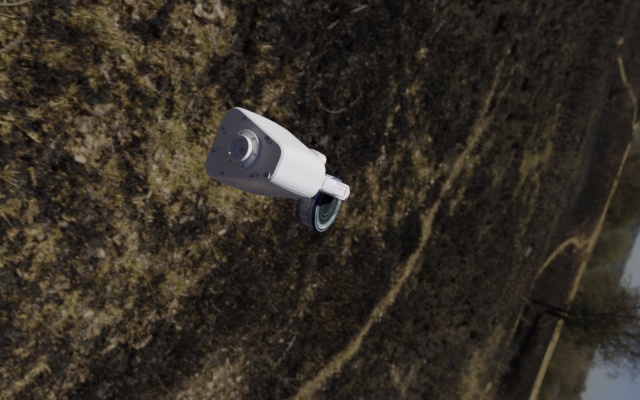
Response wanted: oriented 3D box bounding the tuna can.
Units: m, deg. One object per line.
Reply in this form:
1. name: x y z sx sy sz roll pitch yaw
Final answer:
1. tuna can: 0.001 0.003 0.715 0.033 0.086 0.086 21 9 25
